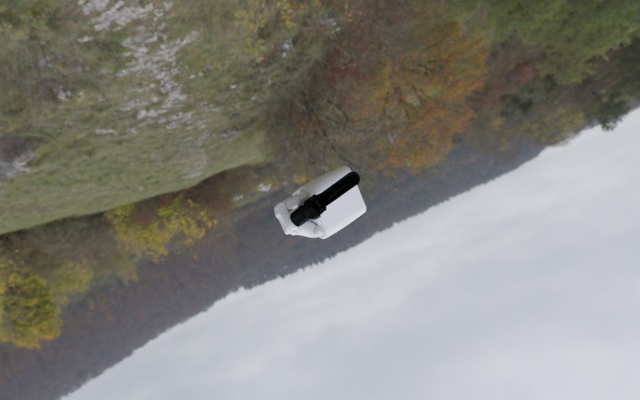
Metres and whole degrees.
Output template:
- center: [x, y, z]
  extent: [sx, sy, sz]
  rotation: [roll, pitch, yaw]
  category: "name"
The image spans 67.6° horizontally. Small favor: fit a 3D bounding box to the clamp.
- center: [0.000, 0.003, 0.840]
  extent: [0.120, 0.039, 0.171]
  rotation: [-33, 4, -23]
  category: "clamp"
